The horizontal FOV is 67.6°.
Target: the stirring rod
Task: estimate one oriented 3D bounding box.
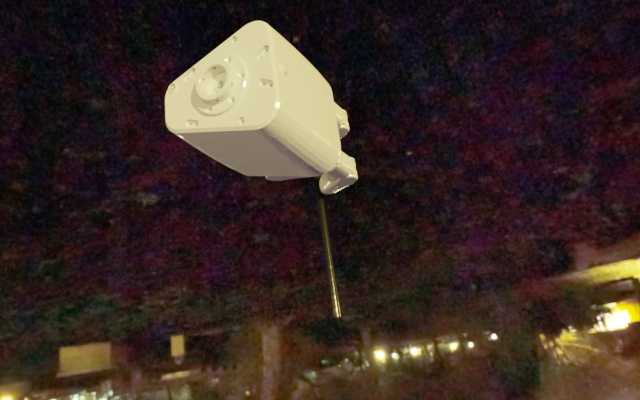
[{"bbox_3d":[0.000,0.002,0.505,0.011,0.239,0.011,-7,-19,-3],"label":"stirring rod"}]
